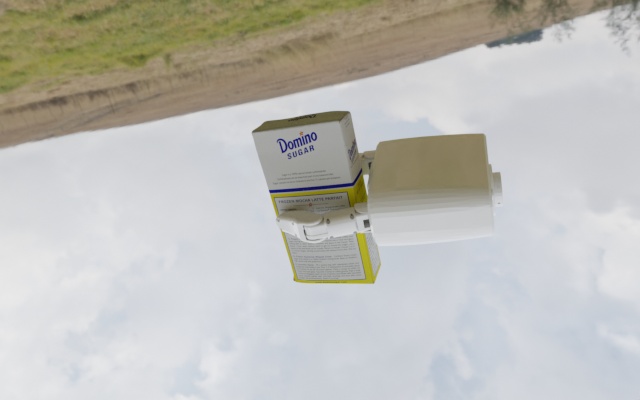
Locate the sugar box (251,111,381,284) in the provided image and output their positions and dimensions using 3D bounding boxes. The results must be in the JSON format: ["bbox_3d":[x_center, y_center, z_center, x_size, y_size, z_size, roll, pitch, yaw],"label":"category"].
[{"bbox_3d":[0.000,0.001,0.486,0.093,0.176,0.048,-3,23,21],"label":"sugar box"}]
